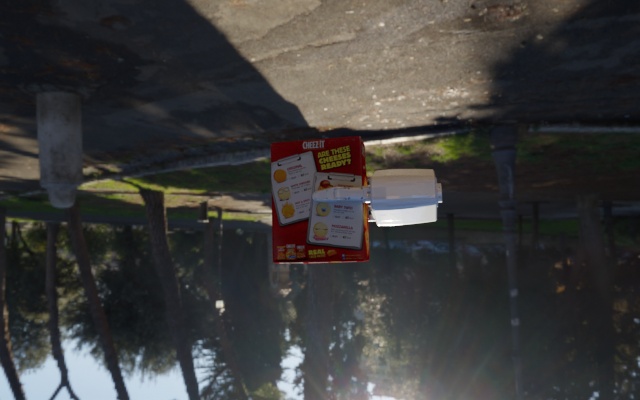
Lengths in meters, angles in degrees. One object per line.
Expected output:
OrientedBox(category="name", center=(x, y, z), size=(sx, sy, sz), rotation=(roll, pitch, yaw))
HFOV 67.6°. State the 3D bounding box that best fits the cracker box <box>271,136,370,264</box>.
OrientedBox(category="cracker box", center=(0.000, 0.003, 0.847), size=(0.164, 0.213, 0.072), rotation=(-3, -6, 12))
